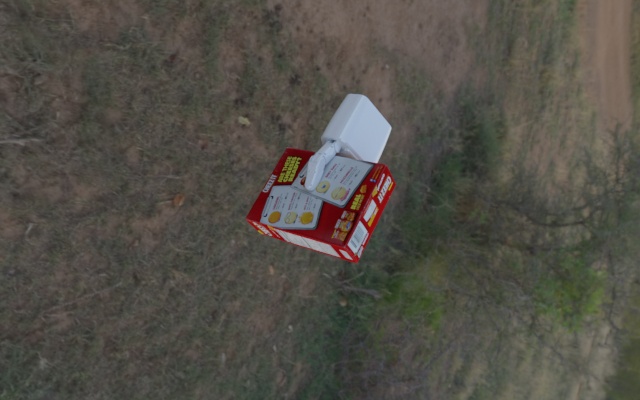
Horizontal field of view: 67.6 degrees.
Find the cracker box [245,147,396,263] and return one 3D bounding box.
[{"bbox_3d":[0.000,0.003,0.835,0.213,0.164,0.072,13,-26,34],"label":"cracker box"}]
